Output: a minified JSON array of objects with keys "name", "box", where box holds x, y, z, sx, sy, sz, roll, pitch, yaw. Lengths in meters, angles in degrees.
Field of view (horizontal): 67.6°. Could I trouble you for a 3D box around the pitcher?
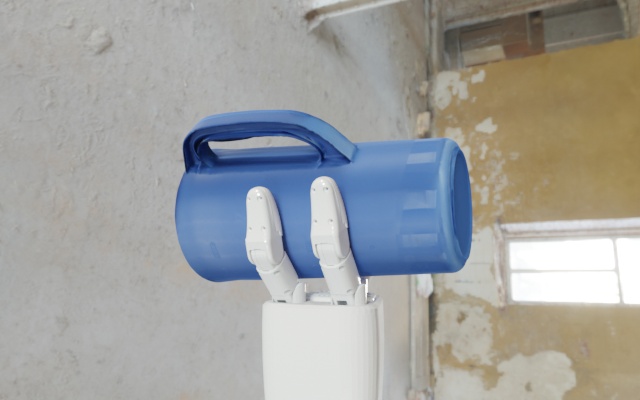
[{"name":"pitcher","box":[0.000,0.002,0.421,0.243,0.145,0.149,-3,-7,25]}]
